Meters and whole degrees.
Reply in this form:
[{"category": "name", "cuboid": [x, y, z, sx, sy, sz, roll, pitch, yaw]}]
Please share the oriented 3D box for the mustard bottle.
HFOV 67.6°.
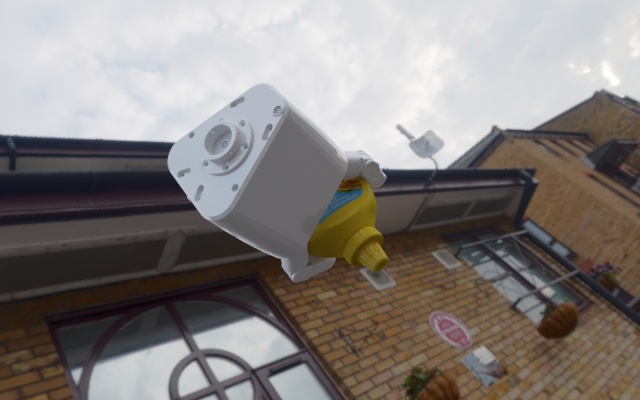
[{"category": "mustard bottle", "cuboid": [0.000, 0.002, 0.489, 0.096, 0.058, 0.191, -33, 55, -17]}]
